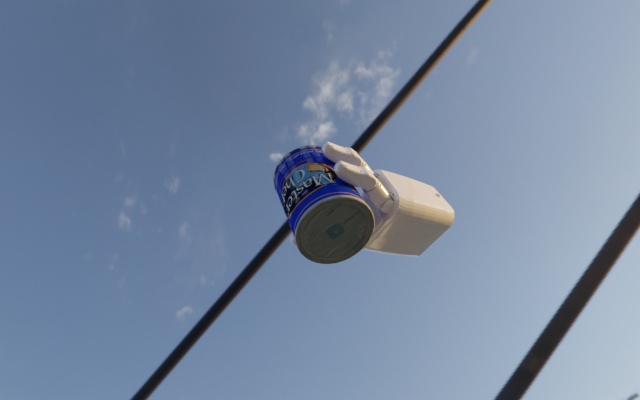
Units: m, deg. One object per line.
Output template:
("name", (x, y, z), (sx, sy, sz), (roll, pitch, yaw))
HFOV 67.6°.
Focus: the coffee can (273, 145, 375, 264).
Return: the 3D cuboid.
("coffee can", (0.000, 0.002, 0.645), (0.103, 0.103, 0.140), (0, 33, -19))
